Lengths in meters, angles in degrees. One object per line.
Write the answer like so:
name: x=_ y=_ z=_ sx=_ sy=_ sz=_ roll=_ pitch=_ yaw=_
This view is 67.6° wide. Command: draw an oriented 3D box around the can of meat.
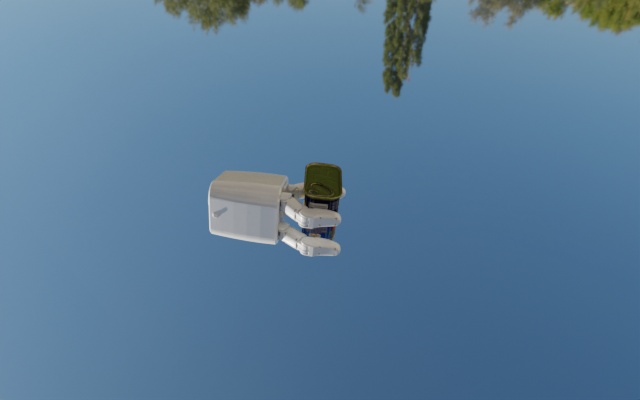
can of meat: x=0.000 y=0.003 z=0.740 sx=0.057 sy=0.084 sz=0.102 roll=5 pitch=33 yaw=-2
